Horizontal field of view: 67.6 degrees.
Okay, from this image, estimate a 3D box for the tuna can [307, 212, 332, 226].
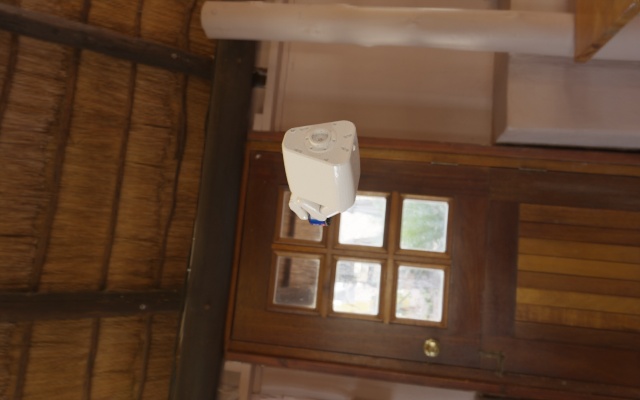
[{"bbox_3d":[0.000,0.003,0.861,0.034,0.086,0.086,1,0,11],"label":"tuna can"}]
